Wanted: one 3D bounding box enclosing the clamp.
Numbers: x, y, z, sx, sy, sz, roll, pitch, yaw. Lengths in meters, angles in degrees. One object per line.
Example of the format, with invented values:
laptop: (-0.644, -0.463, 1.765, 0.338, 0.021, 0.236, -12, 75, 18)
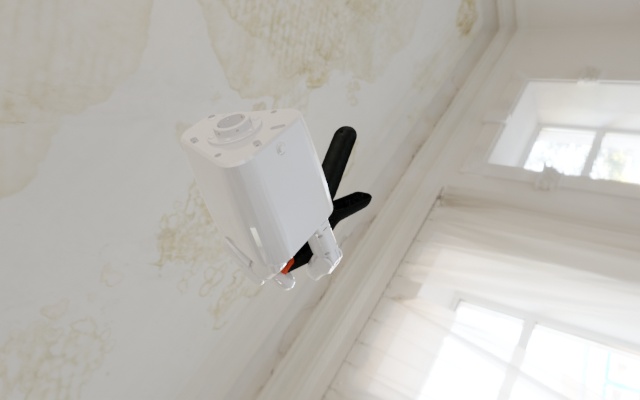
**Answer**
clamp: (0.000, 0.002, 0.518, 0.039, 0.120, 0.171, 13, 44, 35)
